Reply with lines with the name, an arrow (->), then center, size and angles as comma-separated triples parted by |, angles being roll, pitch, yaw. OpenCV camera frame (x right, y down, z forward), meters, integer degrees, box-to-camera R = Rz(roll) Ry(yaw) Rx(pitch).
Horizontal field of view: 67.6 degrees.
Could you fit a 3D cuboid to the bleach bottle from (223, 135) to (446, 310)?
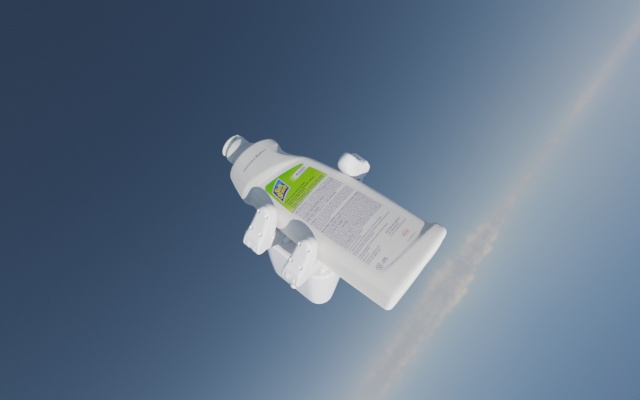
bleach bottle -> 0.000, 0.002, 0.512 | 0.250, 0.102, 0.068 | 36, -24, 18
